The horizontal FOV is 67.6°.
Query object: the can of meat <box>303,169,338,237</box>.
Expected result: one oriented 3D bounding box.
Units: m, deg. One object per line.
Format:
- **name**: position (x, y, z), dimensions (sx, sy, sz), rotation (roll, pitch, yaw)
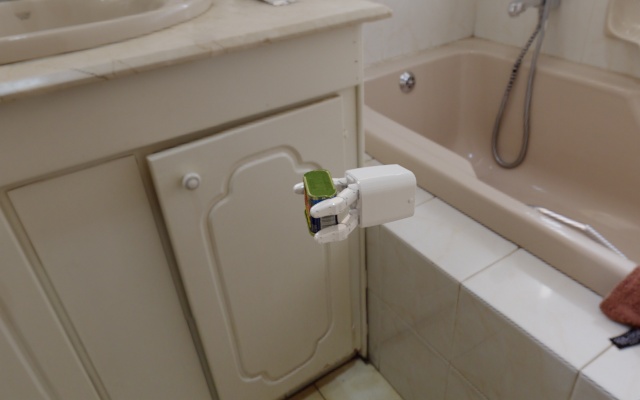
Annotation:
- **can of meat**: position (0.000, 0.003, 0.862), dimensions (0.057, 0.084, 0.102), rotation (-8, 33, -6)
